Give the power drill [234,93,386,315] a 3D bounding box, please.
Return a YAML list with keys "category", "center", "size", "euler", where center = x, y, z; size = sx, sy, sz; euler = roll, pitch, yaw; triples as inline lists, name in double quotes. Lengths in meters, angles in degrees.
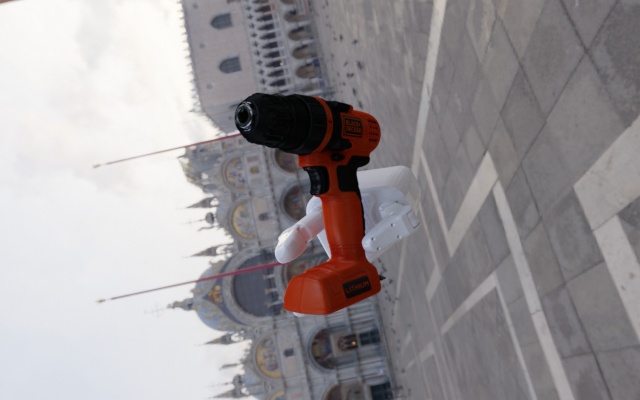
- category: "power drill"
  center: [0.000, 0.002, 0.428]
  size: [0.057, 0.187, 0.184]
  euler: [-1, 2, 37]
